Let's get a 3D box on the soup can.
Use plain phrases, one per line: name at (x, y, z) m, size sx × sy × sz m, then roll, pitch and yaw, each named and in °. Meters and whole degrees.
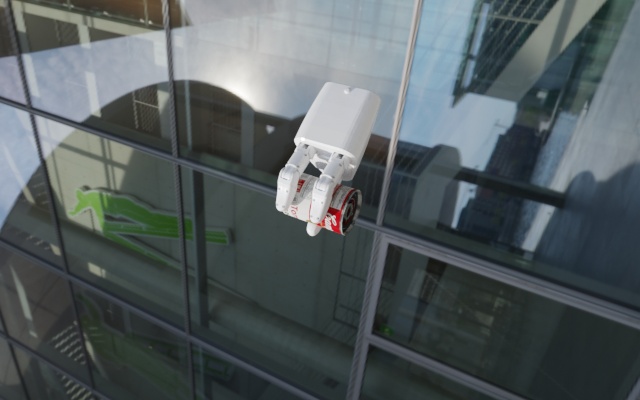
soup can at (0.000, 0.003, 0.693) m, size 0.102 × 0.068 × 0.068 m, roll 18°, pitch 7°, yaw 21°
